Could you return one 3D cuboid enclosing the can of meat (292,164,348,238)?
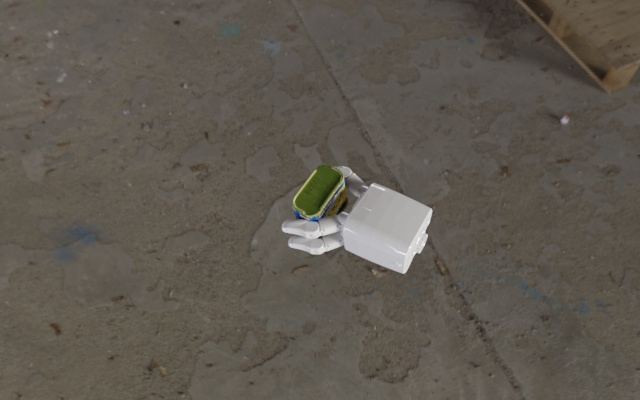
[{"bbox_3d":[0.000,0.002,0.776,0.057,0.102,0.084,28,-23,20],"label":"can of meat"}]
